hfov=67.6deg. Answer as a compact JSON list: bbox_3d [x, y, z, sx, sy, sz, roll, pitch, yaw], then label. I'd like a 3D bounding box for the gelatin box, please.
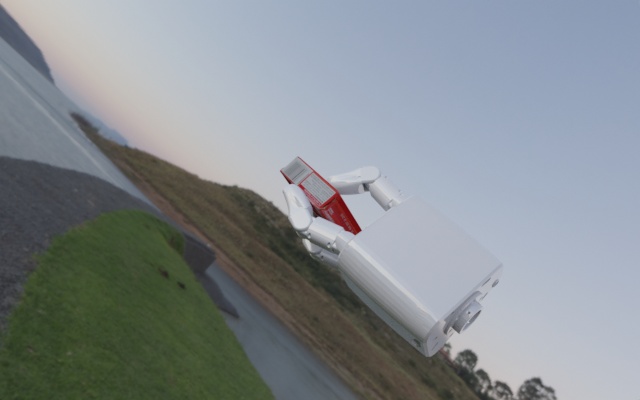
[{"bbox_3d":[0.000,0.001,0.525,0.089,0.030,0.073,44,-9,44],"label":"gelatin box"}]
